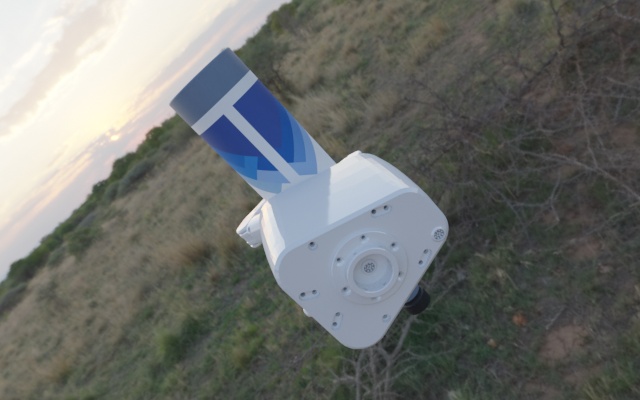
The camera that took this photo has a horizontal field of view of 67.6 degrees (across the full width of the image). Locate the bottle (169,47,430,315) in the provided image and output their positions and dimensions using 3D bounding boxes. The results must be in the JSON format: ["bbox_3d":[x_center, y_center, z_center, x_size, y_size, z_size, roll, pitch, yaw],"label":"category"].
[{"bbox_3d":[0.000,0.001,0.425,0.296,0.069,0.069,46,-18,-18],"label":"bottle"}]
